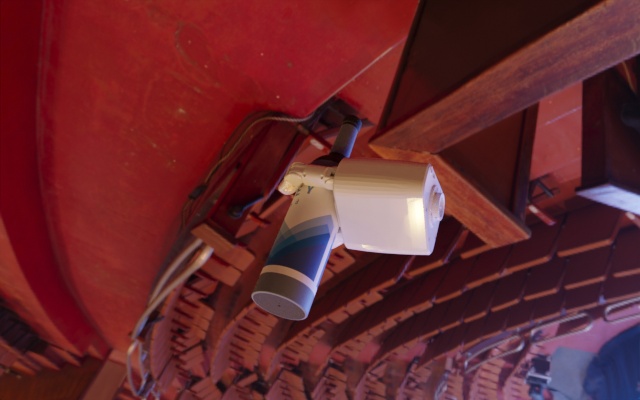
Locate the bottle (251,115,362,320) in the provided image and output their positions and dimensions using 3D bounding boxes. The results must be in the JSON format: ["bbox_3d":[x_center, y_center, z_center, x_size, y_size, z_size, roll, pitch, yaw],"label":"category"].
[{"bbox_3d":[0.000,0.002,0.607,0.069,0.295,0.069,15,-33,10],"label":"bottle"}]
